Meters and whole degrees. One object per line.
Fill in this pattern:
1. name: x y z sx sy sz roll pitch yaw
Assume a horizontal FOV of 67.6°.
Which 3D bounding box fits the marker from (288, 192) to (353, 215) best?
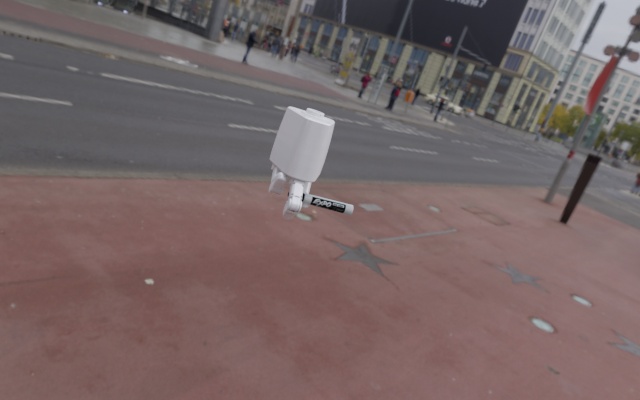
1. marker: 0.000 0.003 0.851 0.121 0.020 0.020 15 -4 -15
